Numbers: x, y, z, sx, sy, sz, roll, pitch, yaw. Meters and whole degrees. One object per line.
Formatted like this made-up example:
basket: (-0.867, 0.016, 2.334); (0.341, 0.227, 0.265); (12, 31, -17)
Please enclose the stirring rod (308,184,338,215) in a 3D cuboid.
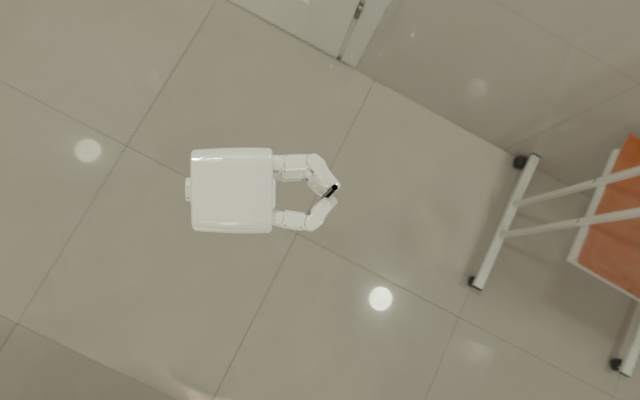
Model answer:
stirring rod: (0.000, 0.002, 0.725); (0.011, 0.011, 0.239); (0, -9, -9)
